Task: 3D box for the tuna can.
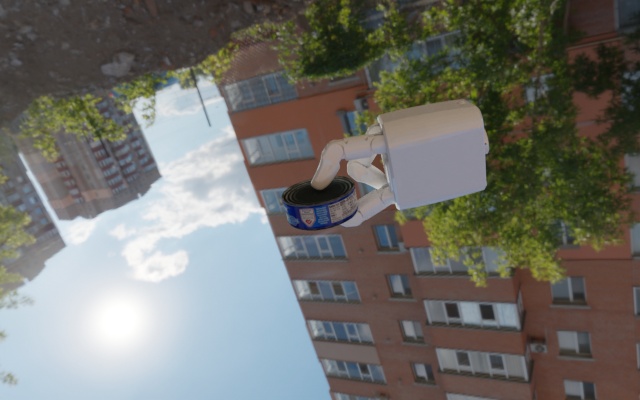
[{"bbox_3d":[0.000,0.002,0.556,0.086,0.034,0.086,-10,22,4],"label":"tuna can"}]
